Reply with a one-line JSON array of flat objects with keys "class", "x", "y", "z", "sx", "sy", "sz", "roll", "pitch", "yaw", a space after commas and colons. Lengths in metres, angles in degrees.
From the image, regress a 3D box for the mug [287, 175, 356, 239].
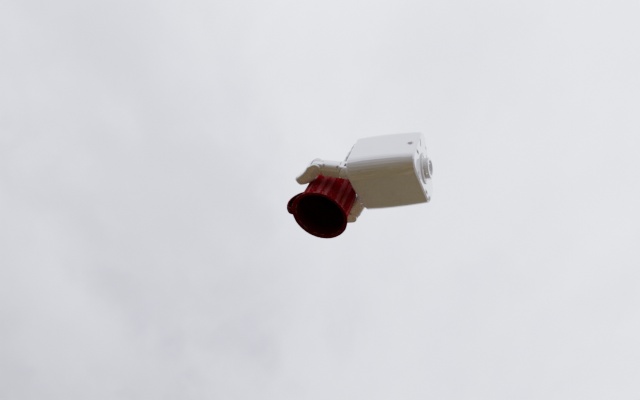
[{"class": "mug", "x": -0.001, "y": 0.003, "z": 0.788, "sx": 0.117, "sy": 0.093, "sz": 0.081, "roll": -5, "pitch": 34, "yaw": 27}]
